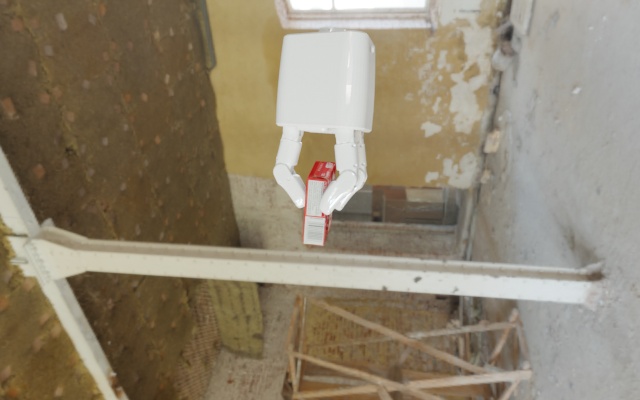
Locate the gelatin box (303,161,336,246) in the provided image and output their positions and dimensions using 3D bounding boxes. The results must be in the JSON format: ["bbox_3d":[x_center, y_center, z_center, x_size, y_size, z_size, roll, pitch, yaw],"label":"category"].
[{"bbox_3d":[0.000,0.002,0.601,0.030,0.089,0.073,7,20,6],"label":"gelatin box"}]
